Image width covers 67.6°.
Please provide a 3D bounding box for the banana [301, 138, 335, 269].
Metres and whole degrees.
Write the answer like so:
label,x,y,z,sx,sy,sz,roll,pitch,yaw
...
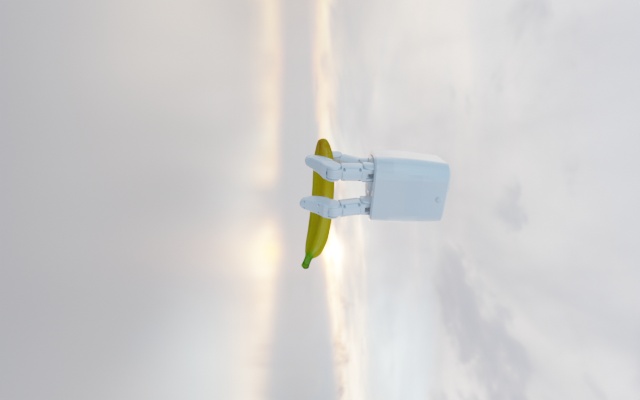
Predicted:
label,x,y,z,sx,sy,sz,roll,pitch,yaw
banana,0.001,0.004,0.737,0.037,0.198,0.069,6,7,4
